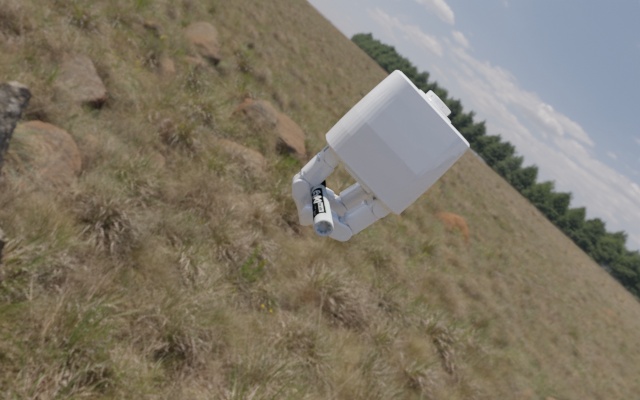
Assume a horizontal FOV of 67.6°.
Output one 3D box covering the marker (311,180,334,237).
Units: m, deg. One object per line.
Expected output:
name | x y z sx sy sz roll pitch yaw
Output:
marker | 0.000 0.002 0.505 0.020 0.020 0.121 0 24 -3
